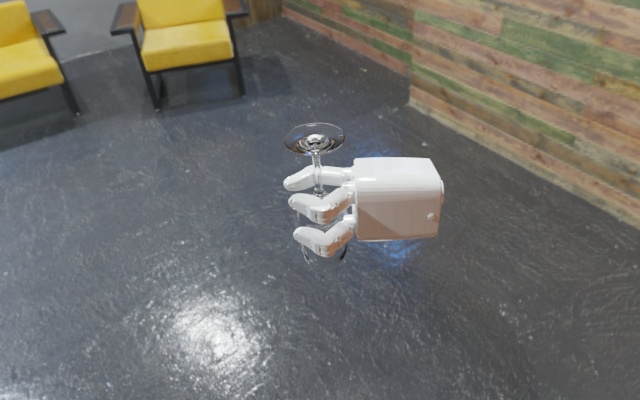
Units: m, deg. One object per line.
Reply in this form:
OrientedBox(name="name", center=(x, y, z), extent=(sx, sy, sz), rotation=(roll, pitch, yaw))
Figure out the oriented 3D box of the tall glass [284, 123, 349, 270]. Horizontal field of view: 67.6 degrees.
OrientedBox(name="tall glass", center=(0.000, 0.002, 0.640), extent=(0.079, 0.201, 0.079), rotation=(-3, 38, 2))
